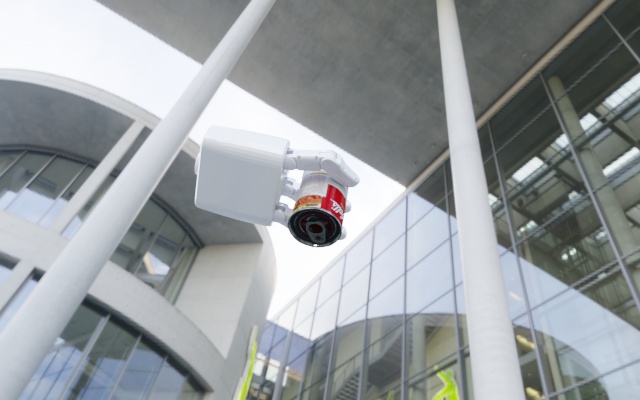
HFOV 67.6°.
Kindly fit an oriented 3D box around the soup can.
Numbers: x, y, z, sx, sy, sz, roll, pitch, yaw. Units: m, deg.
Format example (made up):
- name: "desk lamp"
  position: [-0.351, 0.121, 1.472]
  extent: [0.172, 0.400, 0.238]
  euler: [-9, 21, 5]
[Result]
- name: "soup can"
  position: [0.001, 0.002, 0.622]
  extent: [0.068, 0.069, 0.102]
  euler: [0, 41, 11]
